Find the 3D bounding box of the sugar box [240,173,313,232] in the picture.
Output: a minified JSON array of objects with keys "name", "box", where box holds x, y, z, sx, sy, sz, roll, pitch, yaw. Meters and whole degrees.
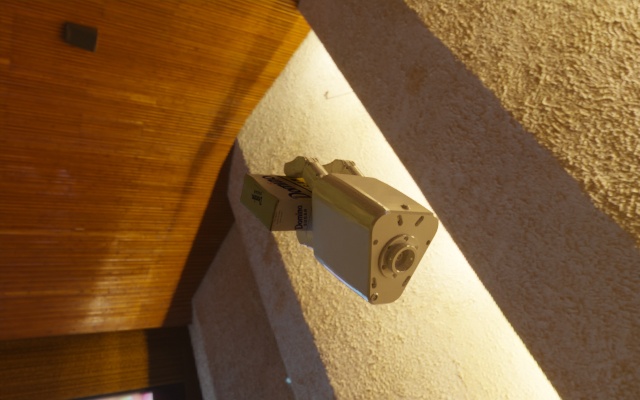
[{"name":"sugar box","box":[0.000,0.001,0.594,0.176,0.048,0.093,4,19,-34]}]
